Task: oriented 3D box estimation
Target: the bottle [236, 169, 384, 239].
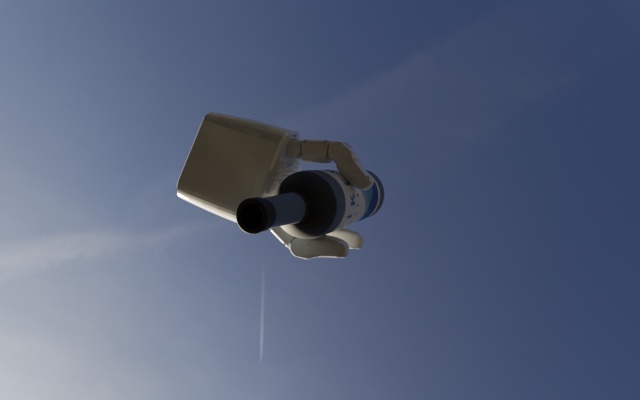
[{"bbox_3d":[0.000,0.002,0.495,0.069,0.069,0.295,0,4,21],"label":"bottle"}]
